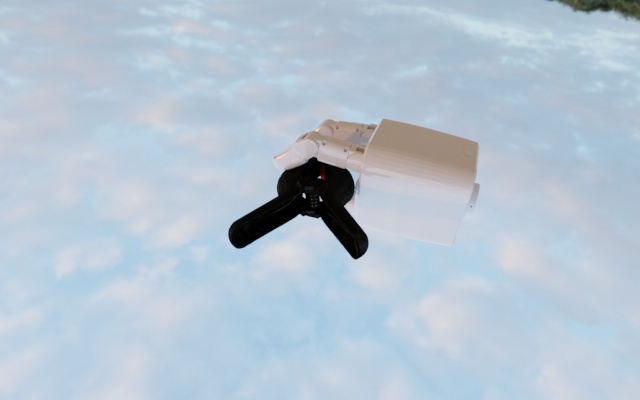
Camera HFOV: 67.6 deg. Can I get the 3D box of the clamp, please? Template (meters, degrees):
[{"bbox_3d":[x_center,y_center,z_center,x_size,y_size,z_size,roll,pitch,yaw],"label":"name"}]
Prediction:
[{"bbox_3d":[0.000,0.002,0.460,0.120,0.039,0.171,14,35,12],"label":"clamp"}]
